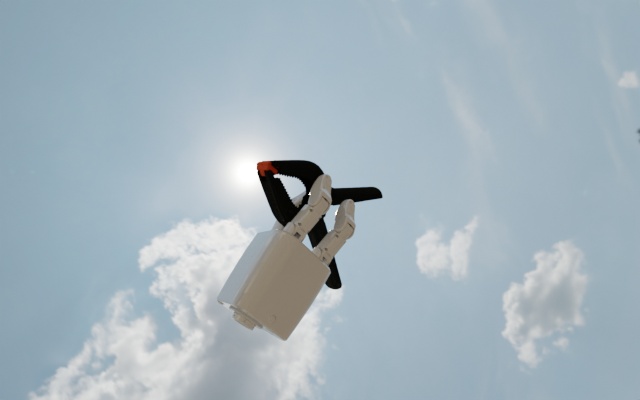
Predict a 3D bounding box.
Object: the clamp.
[{"bbox_3d":[-0.001,0.002,0.652,0.036,0.164,0.210,4,-35,50],"label":"clamp"}]
